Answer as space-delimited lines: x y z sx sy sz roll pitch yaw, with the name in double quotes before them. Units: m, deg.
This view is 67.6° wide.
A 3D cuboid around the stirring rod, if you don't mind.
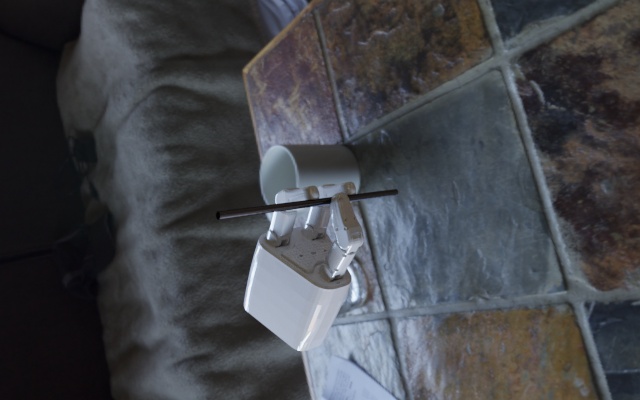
"stirring rod" 0.000 0.002 0.502 0.239 0.011 0.011 -7 5 -40
